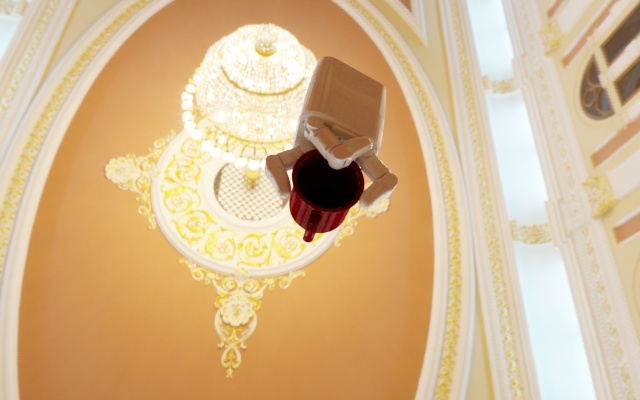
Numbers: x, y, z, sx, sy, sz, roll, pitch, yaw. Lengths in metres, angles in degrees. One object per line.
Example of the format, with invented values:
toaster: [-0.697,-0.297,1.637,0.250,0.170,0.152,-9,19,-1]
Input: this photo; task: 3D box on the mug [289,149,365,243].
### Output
mug: [0.000,0.003,0.619,0.093,0.117,0.081,17,-30,-3]
